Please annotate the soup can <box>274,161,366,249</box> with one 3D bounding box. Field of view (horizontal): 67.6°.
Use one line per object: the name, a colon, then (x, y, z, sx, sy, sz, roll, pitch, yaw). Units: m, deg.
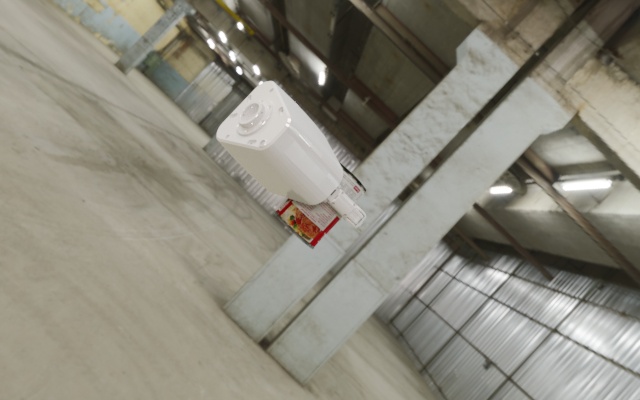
soup can: (0.001, 0.002, 0.608, 0.068, 0.102, 0.068, 43, -2, 2)
